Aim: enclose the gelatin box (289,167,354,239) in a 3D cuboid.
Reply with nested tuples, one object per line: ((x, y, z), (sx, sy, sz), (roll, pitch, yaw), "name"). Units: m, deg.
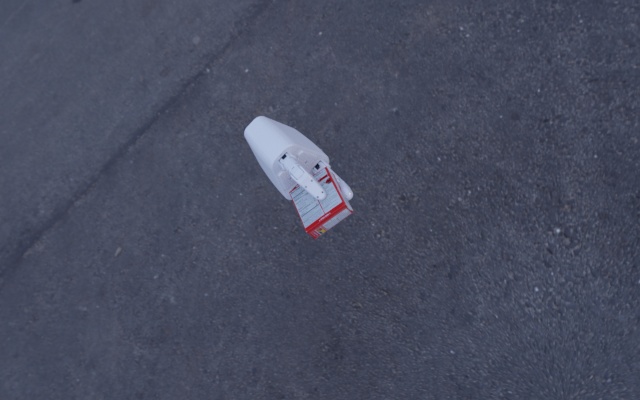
((0.000, 0.002, 0.726), (0.073, 0.089, 0.030), (-36, -41, 11), "gelatin box")
